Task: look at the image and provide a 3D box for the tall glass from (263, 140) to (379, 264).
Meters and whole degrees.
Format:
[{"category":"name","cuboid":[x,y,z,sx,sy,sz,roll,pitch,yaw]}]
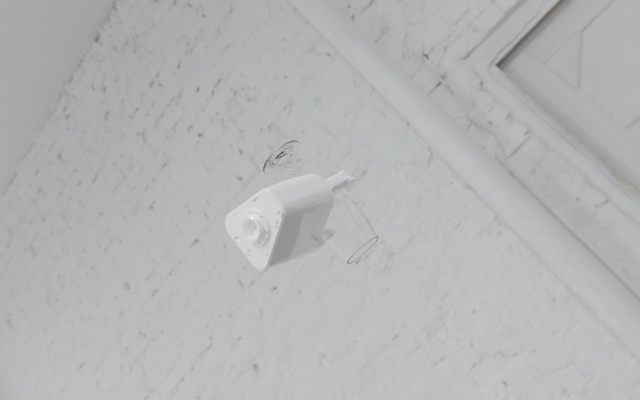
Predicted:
[{"category":"tall glass","cuboid":[0.000,0.002,0.734,0.079,0.201,0.079,-37,-17,-14]}]
